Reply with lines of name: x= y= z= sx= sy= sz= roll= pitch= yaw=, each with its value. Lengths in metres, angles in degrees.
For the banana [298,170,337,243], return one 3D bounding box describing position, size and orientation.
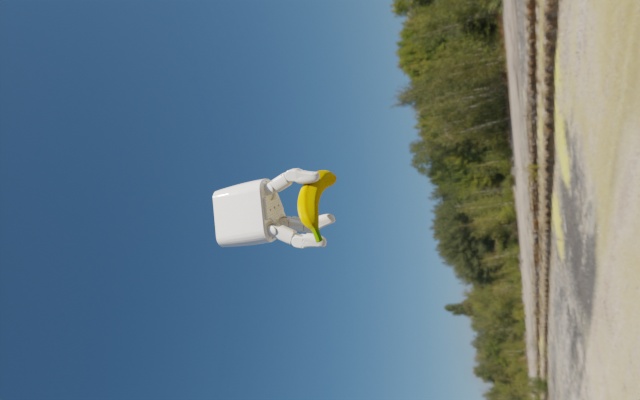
banana: x=-0.008 y=-0.010 z=0.862 sx=0.037 sy=0.070 sz=0.197 roll=-13 pitch=32 yaw=22
